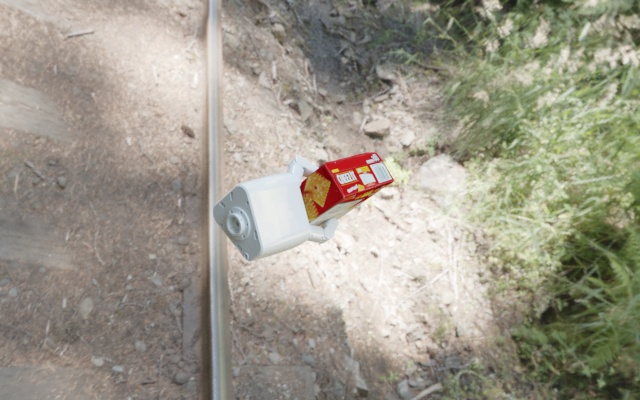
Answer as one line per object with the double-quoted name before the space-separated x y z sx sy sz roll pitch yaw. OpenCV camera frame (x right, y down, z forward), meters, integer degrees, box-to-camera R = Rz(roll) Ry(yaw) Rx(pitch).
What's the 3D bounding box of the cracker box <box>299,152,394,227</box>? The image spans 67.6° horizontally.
"cracker box" 0.000 0.003 0.840 0.214 0.072 0.164 -36 -11 38
